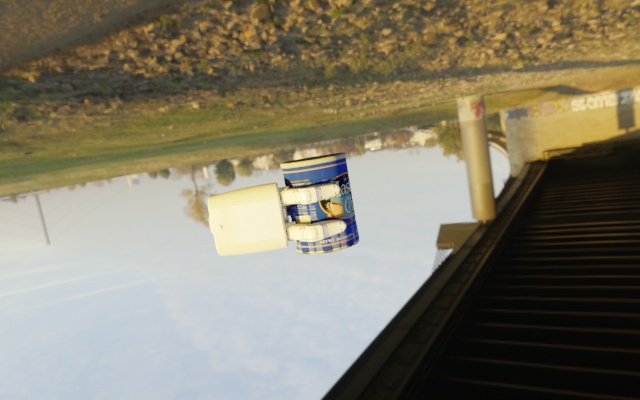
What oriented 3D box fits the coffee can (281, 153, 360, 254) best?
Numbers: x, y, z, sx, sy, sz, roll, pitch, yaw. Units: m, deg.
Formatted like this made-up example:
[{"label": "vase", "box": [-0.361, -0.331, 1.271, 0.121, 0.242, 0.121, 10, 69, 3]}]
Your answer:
[{"label": "coffee can", "box": [0.000, 0.002, 0.748, 0.103, 0.140, 0.103, -9, 8, 1]}]
